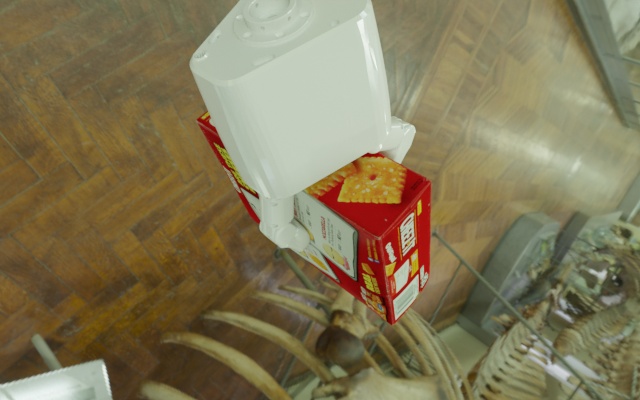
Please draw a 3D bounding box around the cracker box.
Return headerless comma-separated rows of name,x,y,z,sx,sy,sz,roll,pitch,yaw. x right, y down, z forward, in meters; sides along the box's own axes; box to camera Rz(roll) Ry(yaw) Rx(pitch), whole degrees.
cracker box,0.000,0.002,0.449,0.213,0.072,0.164,34,-22,31
